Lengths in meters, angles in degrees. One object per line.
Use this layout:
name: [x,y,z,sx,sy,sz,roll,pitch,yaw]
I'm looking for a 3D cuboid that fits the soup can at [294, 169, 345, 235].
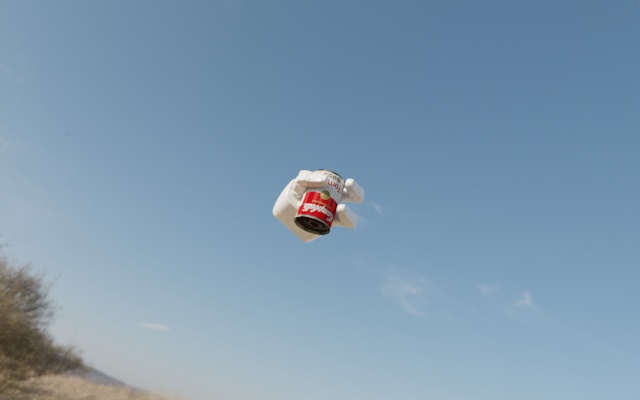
soup can: [0.000,0.002,0.870,0.068,0.102,0.068,16,-27,8]
